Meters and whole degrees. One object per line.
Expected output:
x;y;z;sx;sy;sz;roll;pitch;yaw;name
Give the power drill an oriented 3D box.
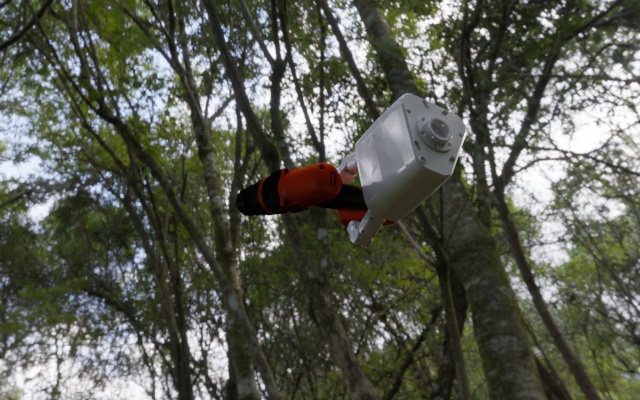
0.001;0.002;0.656;0.188;0.057;0.184;10;-14;-42;power drill
